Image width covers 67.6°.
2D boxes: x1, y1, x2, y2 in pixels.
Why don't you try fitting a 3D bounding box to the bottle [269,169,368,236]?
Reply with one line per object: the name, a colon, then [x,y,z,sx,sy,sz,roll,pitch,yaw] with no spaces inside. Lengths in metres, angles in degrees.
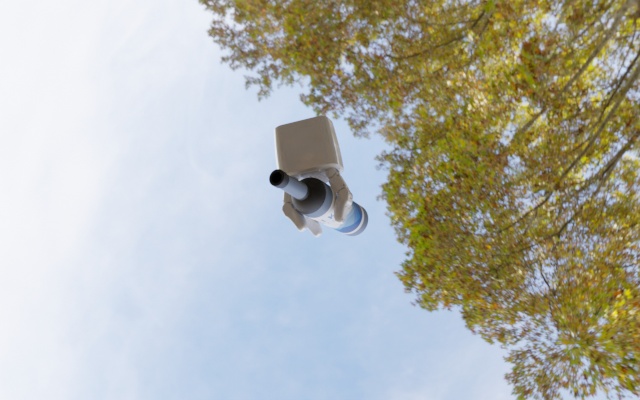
bottle: [0.000,0.003,0.846,0.069,0.069,0.296,0,-15,28]
